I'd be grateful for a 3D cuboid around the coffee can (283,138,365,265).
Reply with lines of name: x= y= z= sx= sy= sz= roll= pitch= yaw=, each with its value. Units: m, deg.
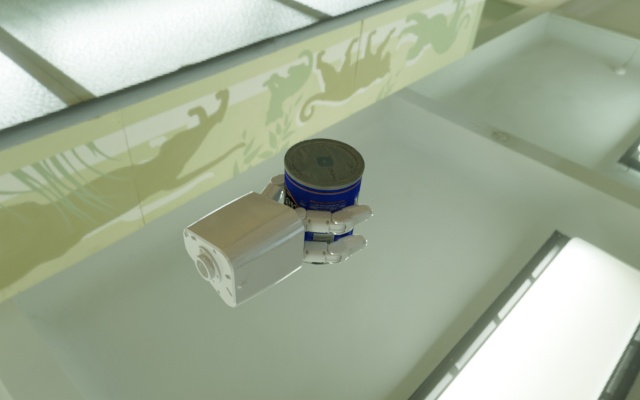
coffee can: x=0.000 y=0.002 z=0.647 sx=0.103 sy=0.140 sz=0.102 roll=3 pitch=41 yaw=-3
